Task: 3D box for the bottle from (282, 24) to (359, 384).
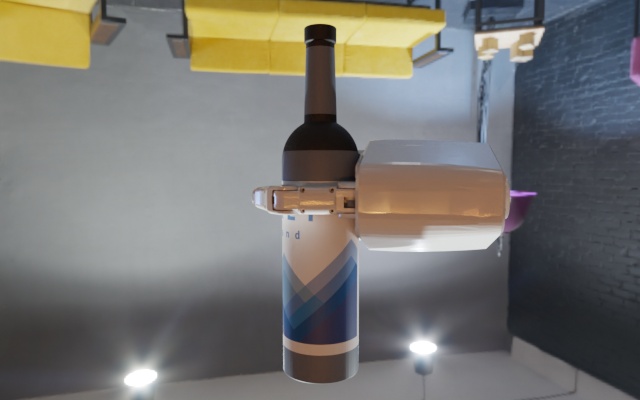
[{"bbox_3d":[0.000,0.002,0.413,0.069,0.296,0.069,0,4,0],"label":"bottle"}]
